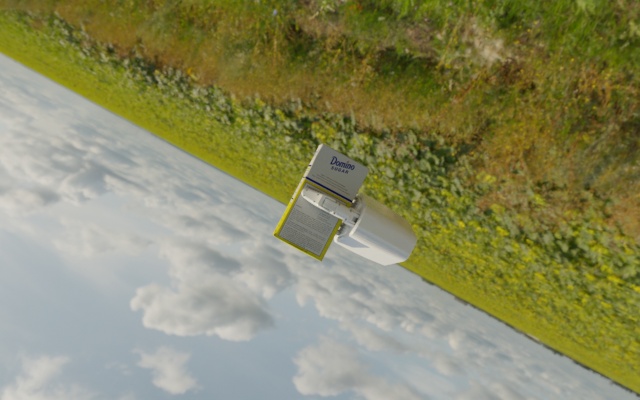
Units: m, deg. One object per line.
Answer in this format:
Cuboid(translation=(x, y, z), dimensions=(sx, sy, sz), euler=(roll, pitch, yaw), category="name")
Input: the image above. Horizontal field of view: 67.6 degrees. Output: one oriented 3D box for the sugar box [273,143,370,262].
Cuboid(translation=(0.000, 0.003, 0.806), dimensions=(0.093, 0.176, 0.048), euler=(29, -3, -9), category="sugar box")
